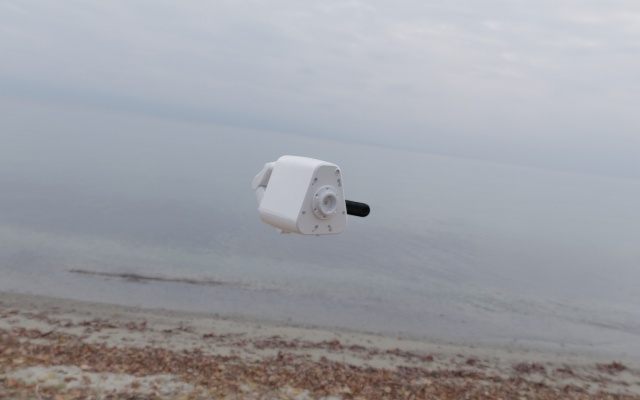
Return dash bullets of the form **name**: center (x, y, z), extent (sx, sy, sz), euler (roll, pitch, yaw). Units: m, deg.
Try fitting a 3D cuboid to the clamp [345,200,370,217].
- **clamp**: center (0.000, 0.002, 0.841), extent (0.171, 0.039, 0.120), euler (2, 6, -36)
